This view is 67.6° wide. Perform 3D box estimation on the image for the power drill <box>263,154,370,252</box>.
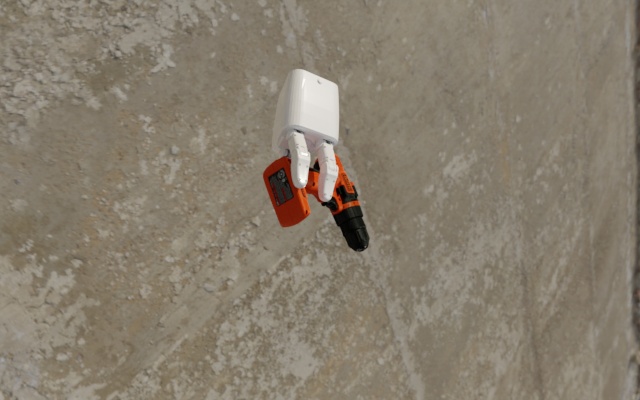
[{"bbox_3d":[0.000,0.002,0.779,0.057,0.184,0.187,-31,-18,29],"label":"power drill"}]
